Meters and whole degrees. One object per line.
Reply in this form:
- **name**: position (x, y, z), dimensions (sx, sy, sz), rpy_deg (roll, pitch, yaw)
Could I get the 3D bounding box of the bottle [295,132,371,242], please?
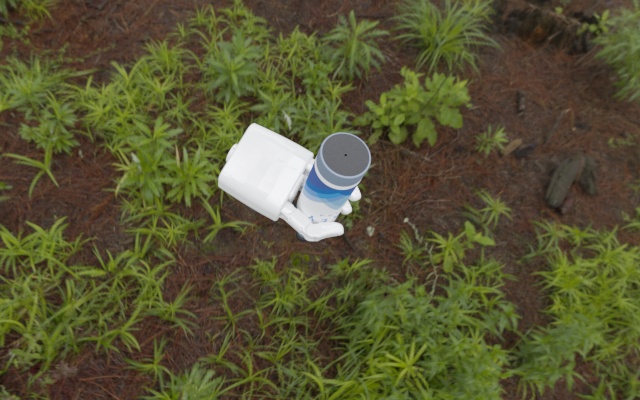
- **bottle**: position (0.000, 0.002, 0.730), dimensions (0.069, 0.069, 0.296), rpy_deg (0, -24, -14)
